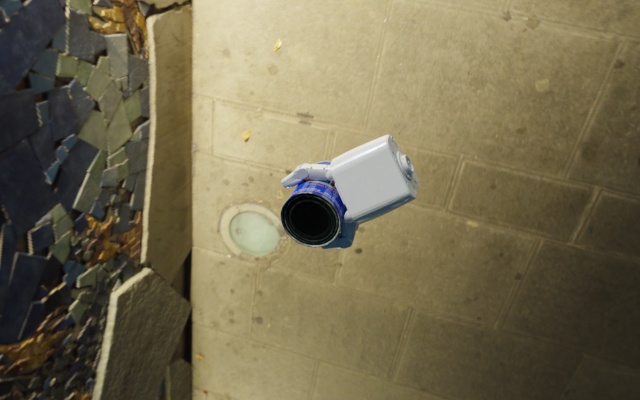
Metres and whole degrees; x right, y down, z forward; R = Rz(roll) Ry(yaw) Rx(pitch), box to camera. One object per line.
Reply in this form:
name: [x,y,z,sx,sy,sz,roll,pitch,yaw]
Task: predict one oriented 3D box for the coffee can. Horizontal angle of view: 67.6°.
coffee can: [0.000,0.003,0.838,0.103,0.103,0.140,0,26,16]
